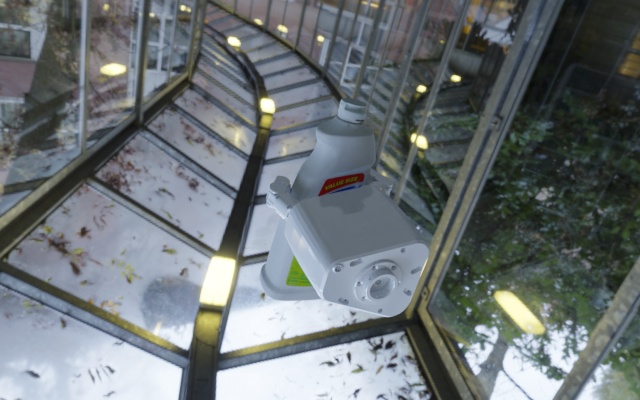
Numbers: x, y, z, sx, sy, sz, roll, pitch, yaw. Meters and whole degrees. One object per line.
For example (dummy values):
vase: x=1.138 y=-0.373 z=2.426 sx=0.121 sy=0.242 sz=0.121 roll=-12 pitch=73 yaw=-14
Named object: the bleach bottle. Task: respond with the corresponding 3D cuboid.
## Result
bleach bottle: x=0.000 y=0.002 z=0.569 sx=0.102 sy=0.251 sz=0.068 roll=3 pitch=28 yaw=-24
